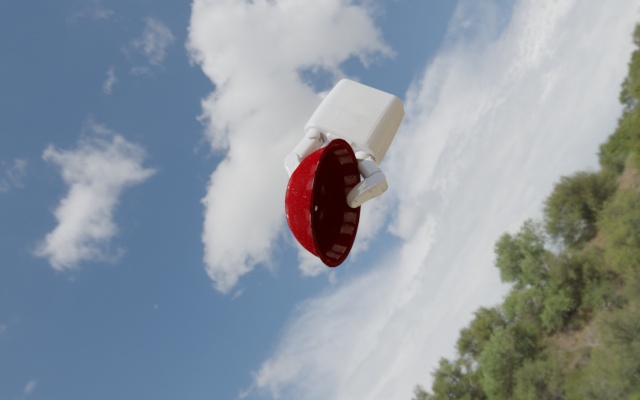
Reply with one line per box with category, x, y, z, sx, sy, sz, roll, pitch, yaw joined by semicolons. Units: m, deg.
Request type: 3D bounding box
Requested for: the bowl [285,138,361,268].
bowl;-0.001;0.003;0.606;0.055;0.162;0.162;3;1;24
